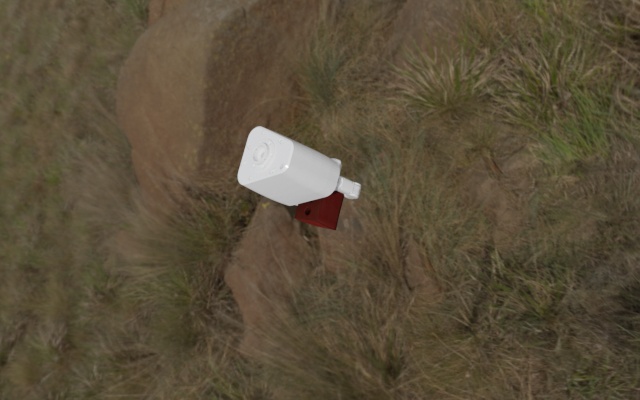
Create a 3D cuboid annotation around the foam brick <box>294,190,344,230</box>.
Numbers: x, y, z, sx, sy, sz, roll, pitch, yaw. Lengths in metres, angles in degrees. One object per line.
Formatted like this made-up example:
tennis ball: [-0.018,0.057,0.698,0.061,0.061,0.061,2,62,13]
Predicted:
foam brick: [0.000,0.003,0.778,0.053,0.078,0.051,6,-11,42]
